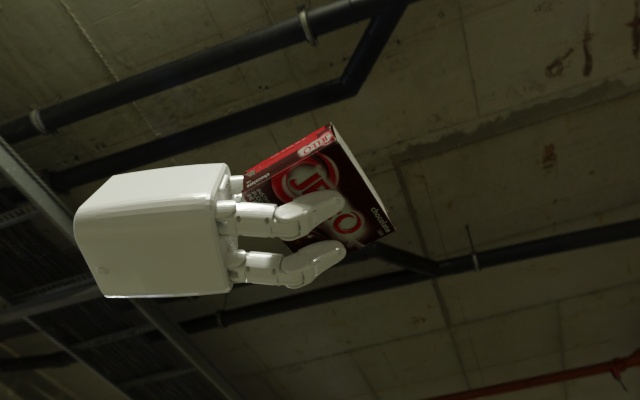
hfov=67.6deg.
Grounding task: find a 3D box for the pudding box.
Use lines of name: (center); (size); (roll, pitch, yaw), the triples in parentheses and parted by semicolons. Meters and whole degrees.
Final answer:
pudding box: (0.000, 0.001, 0.414); (0.090, 0.113, 0.039); (-28, 37, 14)
